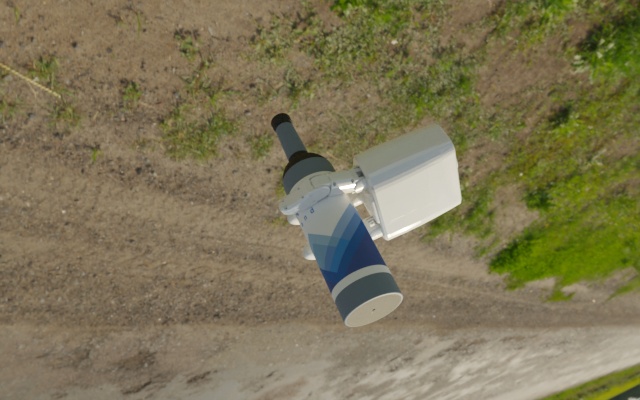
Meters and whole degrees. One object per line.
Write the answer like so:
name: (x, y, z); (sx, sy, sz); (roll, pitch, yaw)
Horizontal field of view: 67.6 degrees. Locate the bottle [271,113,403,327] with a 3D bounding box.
bottle: (0.000, 0.002, 0.567); (0.069, 0.295, 0.069); (-18, -34, -13)
